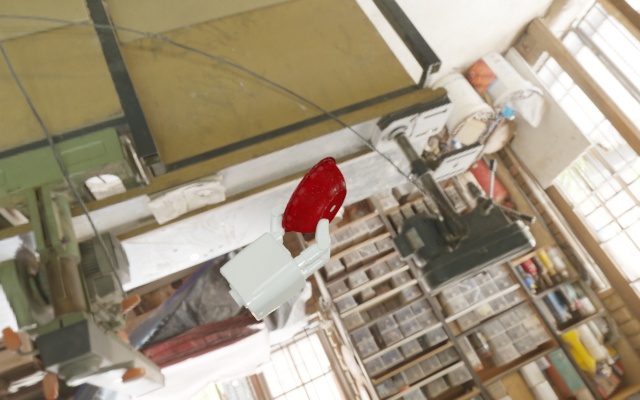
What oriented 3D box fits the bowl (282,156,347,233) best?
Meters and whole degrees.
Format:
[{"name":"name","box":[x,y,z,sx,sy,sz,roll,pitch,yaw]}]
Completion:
[{"name":"bowl","box":[0.001,0.002,0.865,0.055,0.162,0.162,33,10,16]}]
